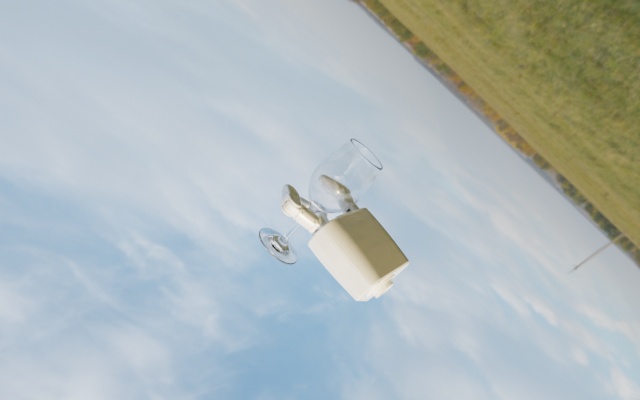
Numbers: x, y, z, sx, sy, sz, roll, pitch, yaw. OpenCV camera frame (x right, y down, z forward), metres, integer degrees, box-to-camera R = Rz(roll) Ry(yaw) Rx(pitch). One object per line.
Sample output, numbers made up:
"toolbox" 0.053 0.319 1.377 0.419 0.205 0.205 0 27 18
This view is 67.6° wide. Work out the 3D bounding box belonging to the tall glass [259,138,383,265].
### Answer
"tall glass" 0.000 0.003 0.700 0.201 0.079 0.079 -47 -19 19
